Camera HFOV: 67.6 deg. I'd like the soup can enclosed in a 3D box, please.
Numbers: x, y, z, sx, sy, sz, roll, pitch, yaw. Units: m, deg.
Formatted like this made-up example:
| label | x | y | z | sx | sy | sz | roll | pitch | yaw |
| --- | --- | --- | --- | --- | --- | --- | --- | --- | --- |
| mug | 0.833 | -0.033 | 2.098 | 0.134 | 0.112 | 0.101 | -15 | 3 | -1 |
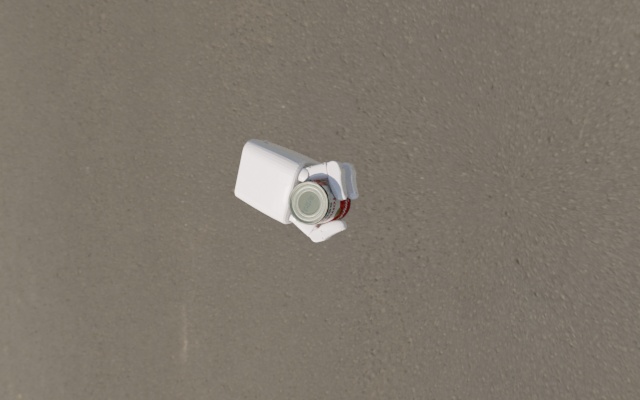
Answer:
| label | x | y | z | sx | sy | sz | roll | pitch | yaw |
| --- | --- | --- | --- | --- | --- | --- | --- | --- | --- |
| soup can | 0.000 | 0.003 | 0.752 | 0.068 | 0.068 | 0.102 | 0 | 1 | 22 |
